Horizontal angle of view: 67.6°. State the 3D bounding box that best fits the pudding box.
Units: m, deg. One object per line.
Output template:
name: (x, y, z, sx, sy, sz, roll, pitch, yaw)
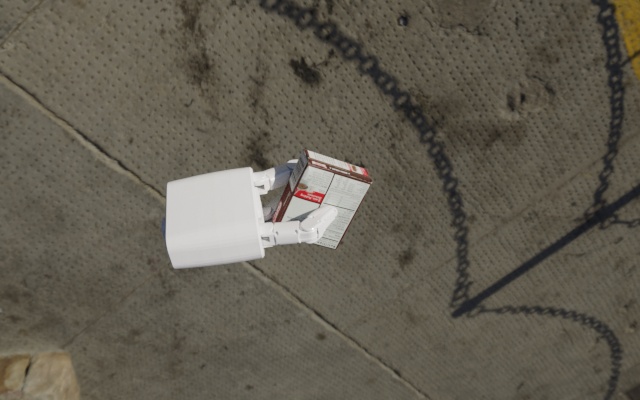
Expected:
pudding box: (0.000, 0.002, 0.600, 0.090, 0.113, 0.039, 16, 30, -20)
